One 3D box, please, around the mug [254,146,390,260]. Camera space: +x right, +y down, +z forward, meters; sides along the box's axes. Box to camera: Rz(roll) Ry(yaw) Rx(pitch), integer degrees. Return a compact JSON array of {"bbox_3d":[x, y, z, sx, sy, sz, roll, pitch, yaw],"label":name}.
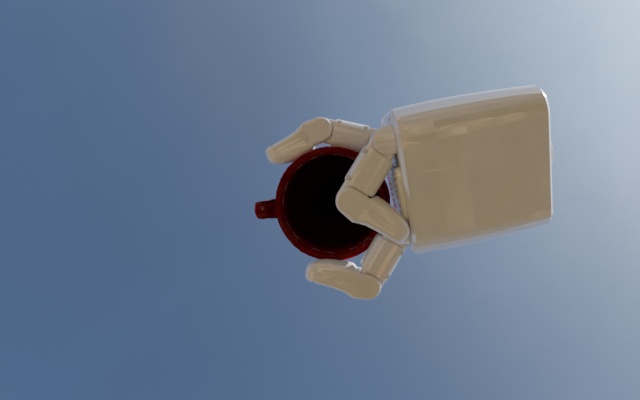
[{"bbox_3d":[-0.001,0.002,0.424,0.117,0.093,0.081,-10,5,4],"label":"mug"}]
